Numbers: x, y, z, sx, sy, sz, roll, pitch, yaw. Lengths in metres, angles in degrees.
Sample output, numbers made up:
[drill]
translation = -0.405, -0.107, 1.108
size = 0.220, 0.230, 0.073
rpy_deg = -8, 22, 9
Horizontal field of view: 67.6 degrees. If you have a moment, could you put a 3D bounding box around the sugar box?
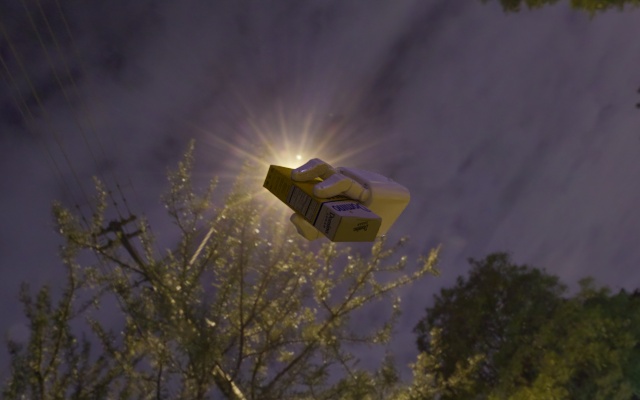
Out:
[sugar box]
translation = 0.000, 0.002, 0.717
size = 0.093, 0.048, 0.176
rpy_deg = 4, 21, -45
